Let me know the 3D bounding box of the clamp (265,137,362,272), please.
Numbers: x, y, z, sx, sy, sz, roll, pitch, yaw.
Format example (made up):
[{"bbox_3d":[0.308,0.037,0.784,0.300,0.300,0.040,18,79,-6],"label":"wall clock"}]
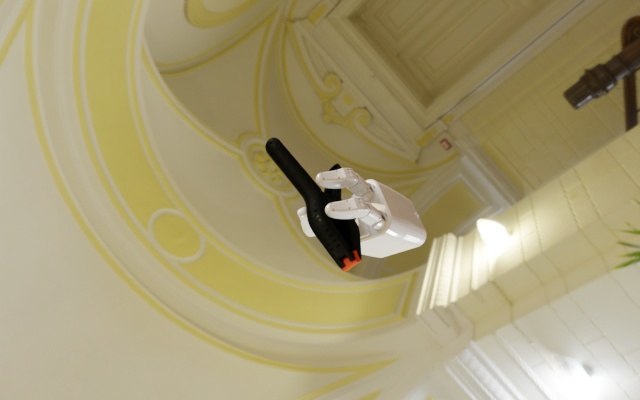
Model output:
[{"bbox_3d":[0.000,0.003,0.689,0.036,0.209,0.164,-40,-40,27],"label":"clamp"}]
